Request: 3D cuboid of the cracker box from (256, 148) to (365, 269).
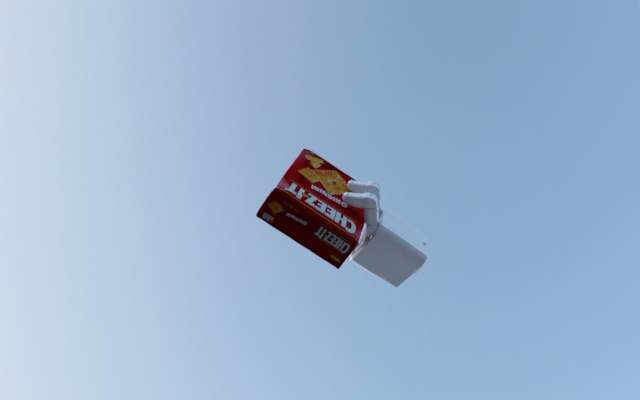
[{"bbox_3d":[0.000,0.003,0.854,0.164,0.072,0.213,33,26,-3],"label":"cracker box"}]
